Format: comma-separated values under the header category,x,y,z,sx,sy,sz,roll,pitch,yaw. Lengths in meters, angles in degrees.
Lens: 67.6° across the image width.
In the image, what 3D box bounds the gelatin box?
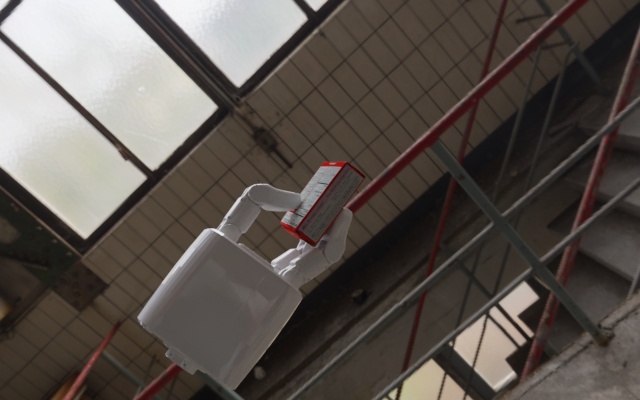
category,x,y,z,sx,sy,sz,roll,pitch,yaw
gelatin box,0.000,0.001,0.500,0.030,0.089,0.073,38,-7,-16
